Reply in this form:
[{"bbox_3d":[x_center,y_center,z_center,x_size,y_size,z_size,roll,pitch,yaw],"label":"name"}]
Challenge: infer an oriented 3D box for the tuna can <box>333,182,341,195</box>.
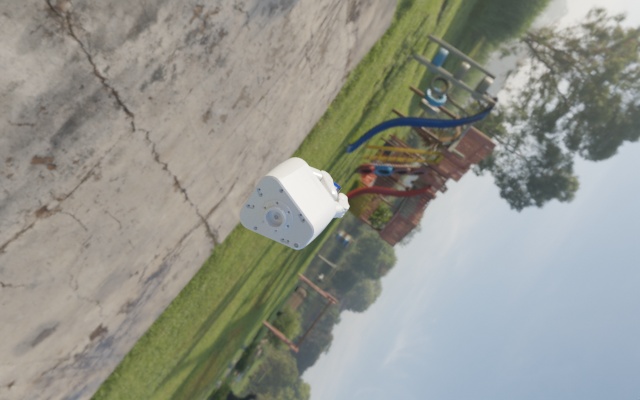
[{"bbox_3d":[0.001,0.003,0.832,0.034,0.086,0.086,34,1,2],"label":"tuna can"}]
